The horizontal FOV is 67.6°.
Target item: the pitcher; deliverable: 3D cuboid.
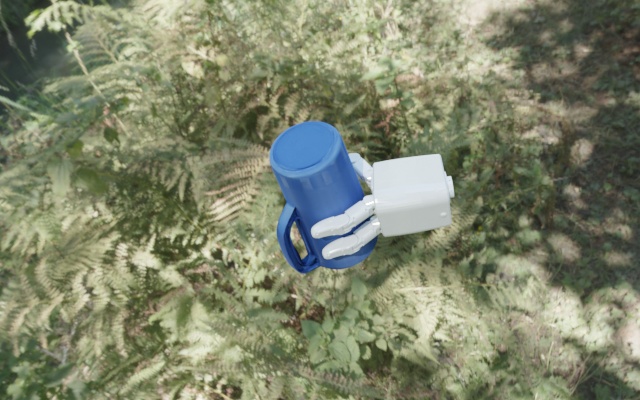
[{"bbox_3d":[0.000,0.002,0.754,0.145,0.149,0.243,-9,-39,13],"label":"pitcher"}]
